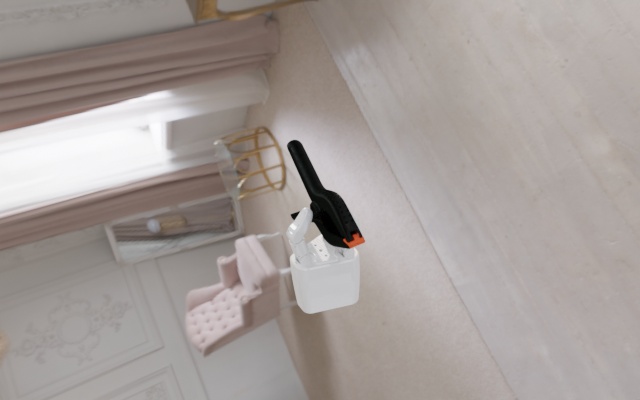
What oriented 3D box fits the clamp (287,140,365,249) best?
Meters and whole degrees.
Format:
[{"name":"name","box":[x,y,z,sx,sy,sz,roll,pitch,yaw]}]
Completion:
[{"name":"clamp","box":[0.000,0.003,0.771,0.036,0.165,0.210,-21,34,-24]}]
